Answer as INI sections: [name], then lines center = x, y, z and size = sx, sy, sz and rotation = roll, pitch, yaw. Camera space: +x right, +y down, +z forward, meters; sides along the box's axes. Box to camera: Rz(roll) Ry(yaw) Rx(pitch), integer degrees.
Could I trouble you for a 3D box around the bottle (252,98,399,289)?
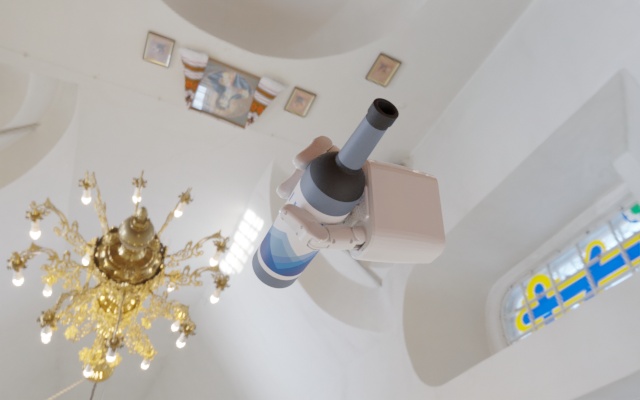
[bottle]
center = 0.000, 0.002, 0.543
size = 0.069, 0.069, 0.296
rotation = 0, -37, -31
